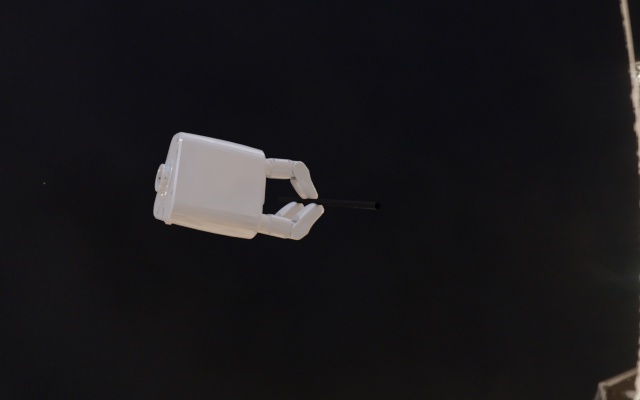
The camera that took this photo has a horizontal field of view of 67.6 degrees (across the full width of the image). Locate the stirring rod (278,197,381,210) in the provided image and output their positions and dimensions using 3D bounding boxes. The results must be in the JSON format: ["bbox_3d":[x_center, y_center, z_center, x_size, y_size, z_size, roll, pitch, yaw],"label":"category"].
[{"bbox_3d":[0.000,0.002,0.605,0.011,0.011,0.239,0,2,-30],"label":"stirring rod"}]
